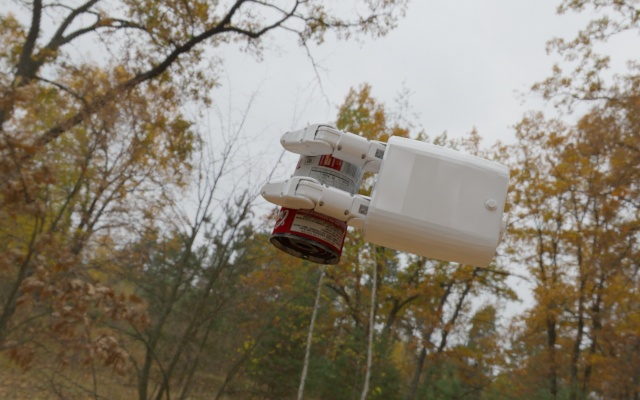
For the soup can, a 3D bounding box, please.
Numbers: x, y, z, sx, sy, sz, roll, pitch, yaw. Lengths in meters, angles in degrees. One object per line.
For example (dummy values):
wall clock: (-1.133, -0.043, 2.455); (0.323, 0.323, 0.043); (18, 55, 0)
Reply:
soup can: (0.000, 0.001, 0.455); (0.068, 0.102, 0.068); (16, -20, 6)
